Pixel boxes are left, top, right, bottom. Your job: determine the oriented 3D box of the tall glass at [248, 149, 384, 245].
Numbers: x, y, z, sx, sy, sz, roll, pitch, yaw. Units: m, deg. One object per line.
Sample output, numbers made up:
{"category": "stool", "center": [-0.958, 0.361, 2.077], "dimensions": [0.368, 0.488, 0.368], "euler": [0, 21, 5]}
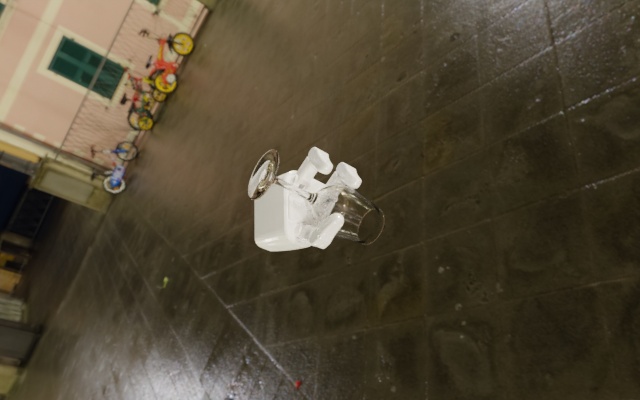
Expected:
{"category": "tall glass", "center": [0.000, 0.002, 0.690], "dimensions": [0.201, 0.079, 0.079], "euler": [26, -13, -30]}
